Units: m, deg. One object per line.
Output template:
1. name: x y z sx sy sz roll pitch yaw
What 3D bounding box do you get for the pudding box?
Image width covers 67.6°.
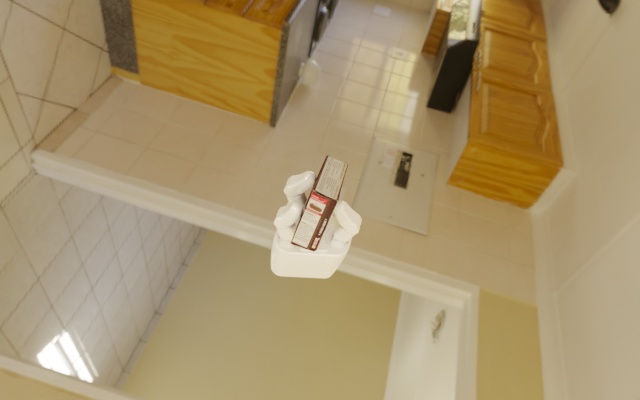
1. pudding box: 0.000 0.002 0.650 0.039 0.090 0.113 21 30 -3
